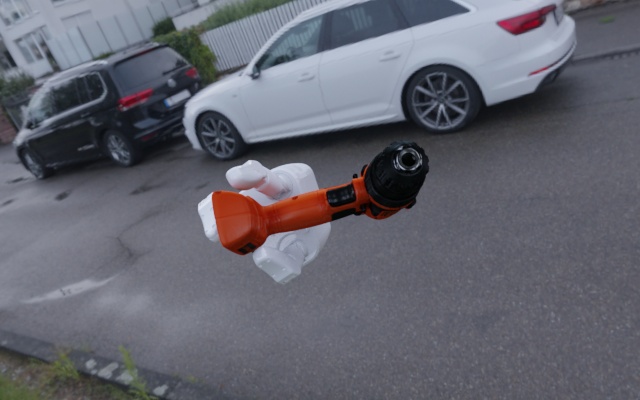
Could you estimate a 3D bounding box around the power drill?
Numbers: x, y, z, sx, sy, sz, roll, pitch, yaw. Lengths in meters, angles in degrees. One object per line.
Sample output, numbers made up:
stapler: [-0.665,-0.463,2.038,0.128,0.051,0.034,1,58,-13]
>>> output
power drill: [0.000,0.002,0.446,0.187,0.057,0.184,-12,-12,-2]
